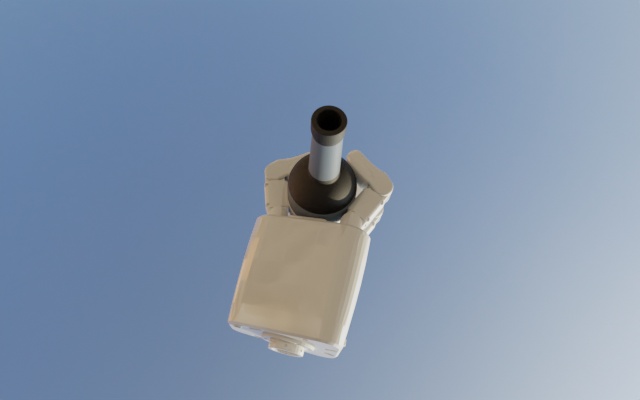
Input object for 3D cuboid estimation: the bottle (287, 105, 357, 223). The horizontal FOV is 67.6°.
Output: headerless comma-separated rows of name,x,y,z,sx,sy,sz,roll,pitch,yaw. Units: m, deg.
bottle,0.000,0.002,0.488,0.069,0.069,0.296,0,-25,-3
